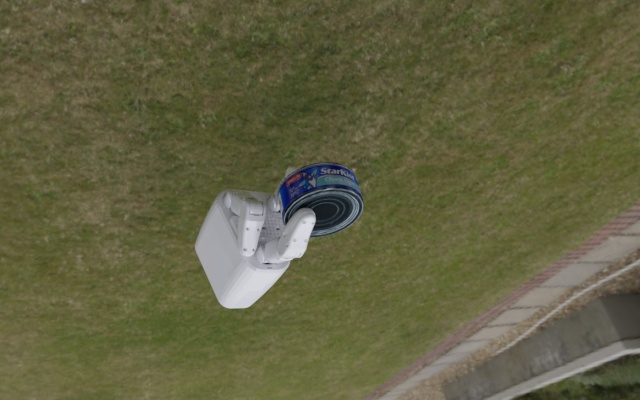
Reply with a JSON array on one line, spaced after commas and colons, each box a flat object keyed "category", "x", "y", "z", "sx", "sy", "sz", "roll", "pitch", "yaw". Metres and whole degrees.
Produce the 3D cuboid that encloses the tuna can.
[{"category": "tuna can", "x": 0.000, "y": 0.002, "z": 0.490, "sx": 0.086, "sy": 0.033, "sz": 0.086, "roll": -10, "pitch": -36, "yaw": -7}]
